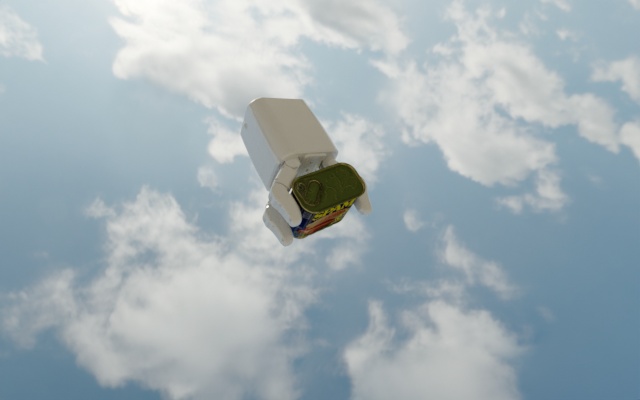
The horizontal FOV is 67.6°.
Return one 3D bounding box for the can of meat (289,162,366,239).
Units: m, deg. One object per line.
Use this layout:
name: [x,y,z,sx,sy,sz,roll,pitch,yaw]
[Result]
can of meat: [0.000,0.002,0.662,0.102,0.057,0.084,-21,-21,-30]
